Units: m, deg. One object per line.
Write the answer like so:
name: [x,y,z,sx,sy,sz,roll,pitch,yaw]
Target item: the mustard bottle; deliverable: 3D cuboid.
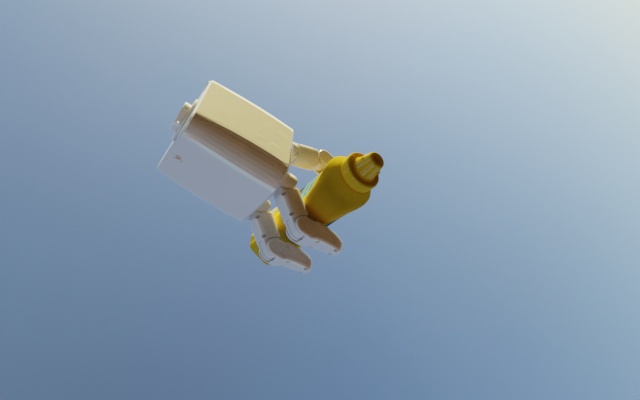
mustard bottle: [0.000,0.002,0.528,0.192,0.058,0.096,-38,4,44]
